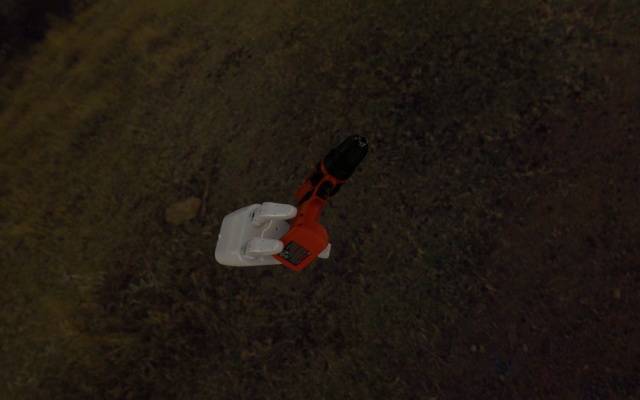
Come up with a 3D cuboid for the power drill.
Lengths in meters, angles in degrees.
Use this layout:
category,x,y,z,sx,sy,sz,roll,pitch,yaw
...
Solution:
category,x,y,z,sx,sy,sz,roll,pitch,yaw
power drill,0.000,0.003,0.727,0.057,0.187,0.184,33,-44,-9
